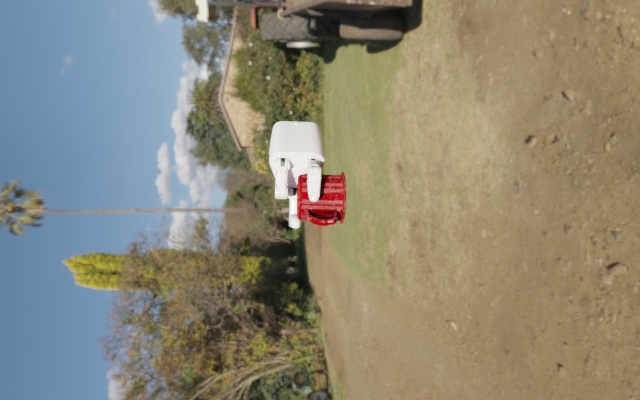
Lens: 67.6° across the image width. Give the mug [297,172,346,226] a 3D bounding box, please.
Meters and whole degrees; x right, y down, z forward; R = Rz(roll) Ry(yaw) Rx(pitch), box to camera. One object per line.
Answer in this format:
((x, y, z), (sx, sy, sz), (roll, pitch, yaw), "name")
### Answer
((0.000, 0.004, 0.840), (0.081, 0.093, 0.117), (1, 42, -5), "mug")
